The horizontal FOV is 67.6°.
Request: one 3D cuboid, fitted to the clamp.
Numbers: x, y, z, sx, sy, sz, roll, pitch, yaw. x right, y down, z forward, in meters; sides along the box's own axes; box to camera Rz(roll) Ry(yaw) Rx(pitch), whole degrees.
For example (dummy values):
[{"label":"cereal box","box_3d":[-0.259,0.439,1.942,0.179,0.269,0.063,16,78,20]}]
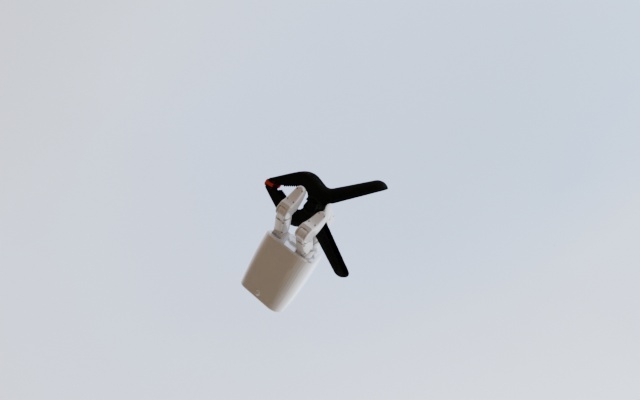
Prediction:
[{"label":"clamp","box_3d":[0.000,0.003,0.783,0.210,0.164,0.036,34,10,24]}]
